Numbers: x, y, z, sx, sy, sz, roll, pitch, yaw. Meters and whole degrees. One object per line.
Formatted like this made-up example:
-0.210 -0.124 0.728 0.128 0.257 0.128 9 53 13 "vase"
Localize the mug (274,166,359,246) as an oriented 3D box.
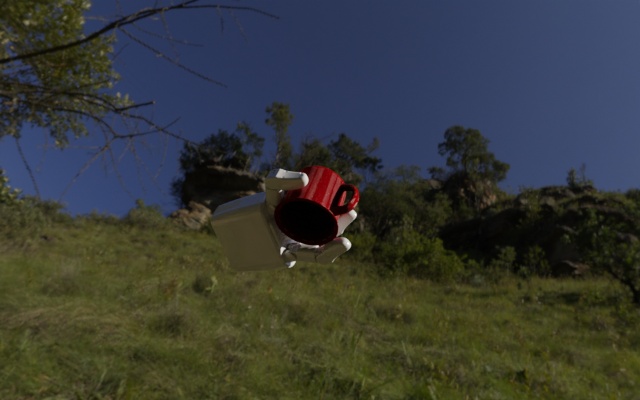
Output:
0.001 0.002 0.681 0.117 0.093 0.081 -12 37 29 "mug"
